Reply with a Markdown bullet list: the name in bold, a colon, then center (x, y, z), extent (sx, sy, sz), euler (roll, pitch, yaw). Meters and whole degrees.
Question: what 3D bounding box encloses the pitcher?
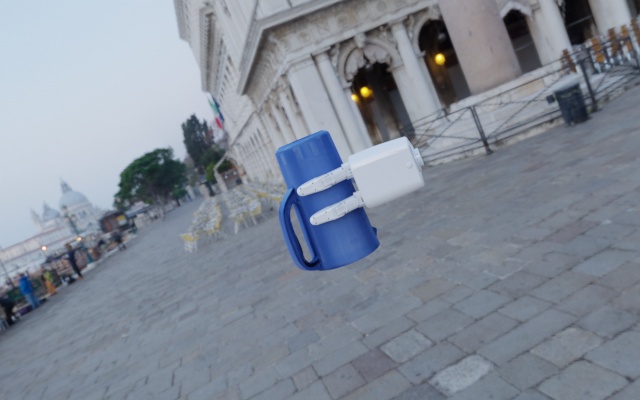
- **pitcher**: center (0.000, 0.003, 0.884), extent (0.145, 0.243, 0.149), euler (-20, 7, 15)
